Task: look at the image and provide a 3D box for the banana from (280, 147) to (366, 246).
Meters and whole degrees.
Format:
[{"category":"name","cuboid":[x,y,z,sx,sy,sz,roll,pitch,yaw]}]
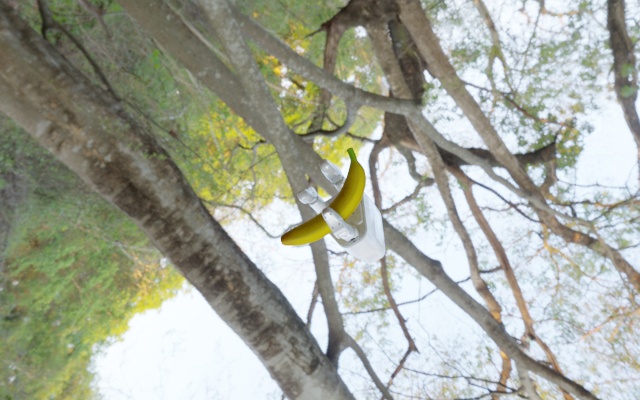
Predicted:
[{"category":"banana","cuboid":[0.016,0.011,0.788,0.069,0.198,0.037,38,3,13]}]
